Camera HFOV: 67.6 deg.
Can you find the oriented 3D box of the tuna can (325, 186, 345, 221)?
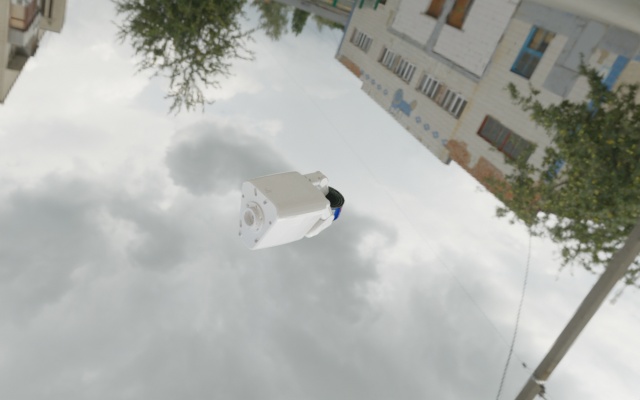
[{"bbox_3d":[0.000,0.003,0.895,0.086,0.034,0.086,14,29,-8],"label":"tuna can"}]
